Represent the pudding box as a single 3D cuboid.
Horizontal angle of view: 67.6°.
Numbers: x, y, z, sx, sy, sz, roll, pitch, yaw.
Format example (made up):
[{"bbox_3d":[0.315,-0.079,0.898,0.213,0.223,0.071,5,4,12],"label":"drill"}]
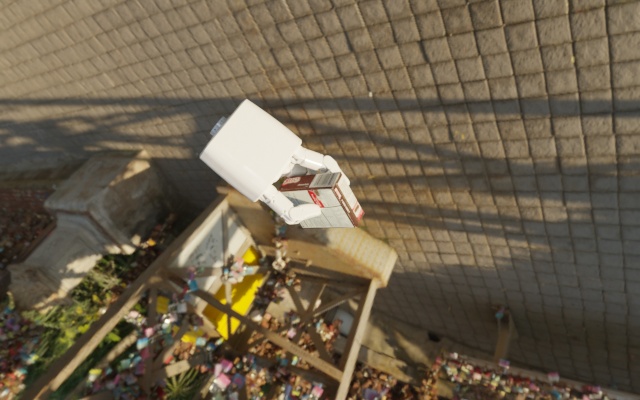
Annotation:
[{"bbox_3d":[0.000,0.003,0.760,0.113,0.039,0.090,-2,-46,38],"label":"pudding box"}]
